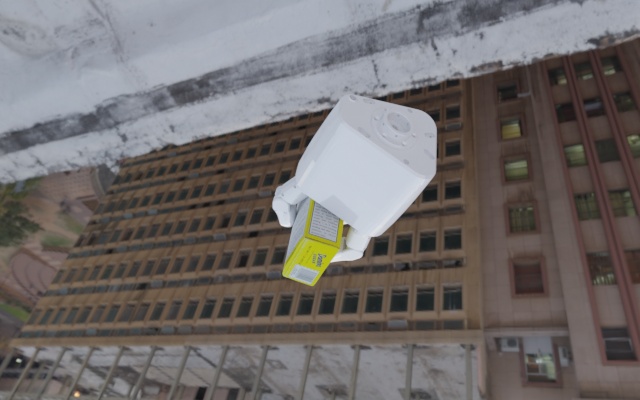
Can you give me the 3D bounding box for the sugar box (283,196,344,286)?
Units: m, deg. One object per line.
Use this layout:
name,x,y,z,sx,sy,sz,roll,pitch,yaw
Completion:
sugar box,0.001,0.002,0.570,0.048,0.176,0.093,20,-39,-9
